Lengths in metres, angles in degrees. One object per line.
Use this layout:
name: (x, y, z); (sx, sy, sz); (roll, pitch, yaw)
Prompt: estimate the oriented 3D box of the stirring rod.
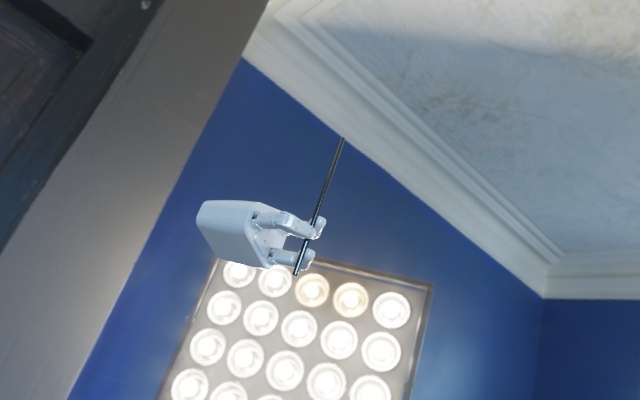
stirring rod: (0.000, 0.002, 0.726); (0.011, 0.239, 0.011); (16, -25, 8)
